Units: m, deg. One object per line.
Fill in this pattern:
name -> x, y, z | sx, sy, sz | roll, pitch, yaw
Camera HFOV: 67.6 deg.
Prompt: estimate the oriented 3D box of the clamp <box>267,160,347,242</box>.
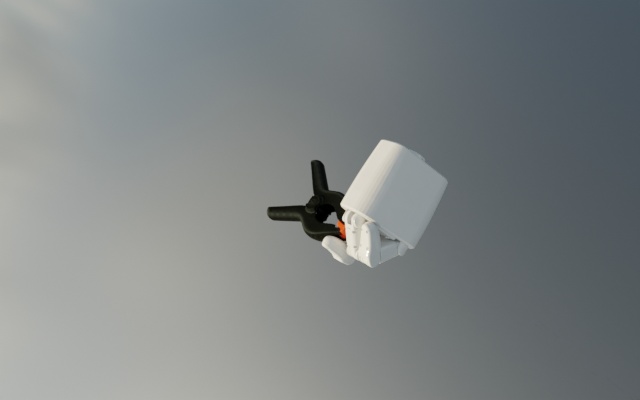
clamp -> 0.000, 0.002, 0.711 | 0.171, 0.120, 0.039 | 26, -9, 45
